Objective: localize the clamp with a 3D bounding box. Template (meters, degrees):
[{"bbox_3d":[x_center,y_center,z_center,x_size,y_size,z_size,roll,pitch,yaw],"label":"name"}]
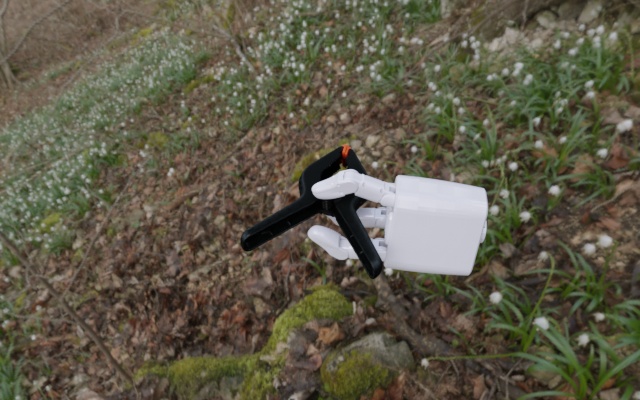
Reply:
[{"bbox_3d":[0.000,0.001,0.598,0.164,0.036,0.209,7,45,5],"label":"clamp"}]
